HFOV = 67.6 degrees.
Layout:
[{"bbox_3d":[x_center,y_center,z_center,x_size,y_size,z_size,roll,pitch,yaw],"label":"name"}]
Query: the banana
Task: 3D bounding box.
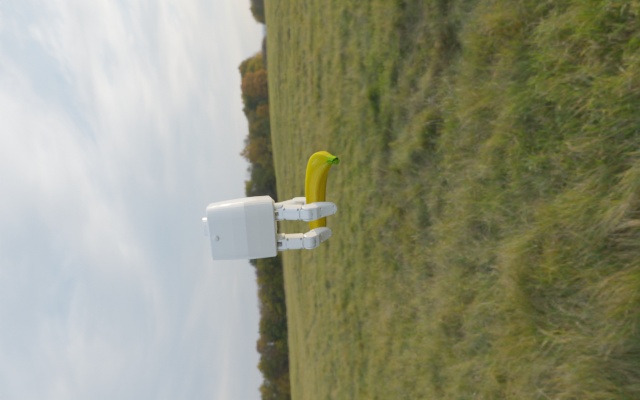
[{"bbox_3d":[-0.004,-0.013,0.802,0.037,0.198,0.069,-6,46,-13],"label":"banana"}]
